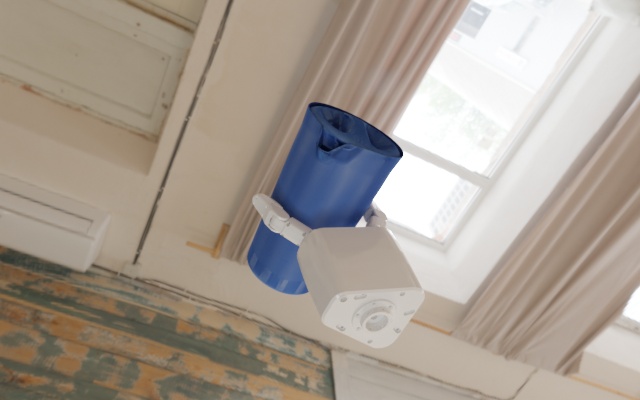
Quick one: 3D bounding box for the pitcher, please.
[{"bbox_3d":[0.000,0.002,0.642,0.149,0.243,0.145,15,27,-28],"label":"pitcher"}]
